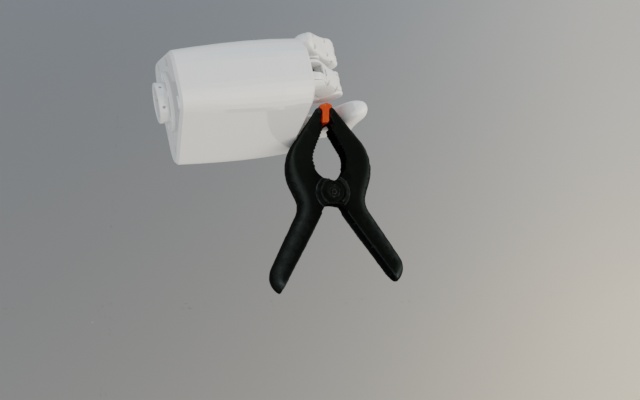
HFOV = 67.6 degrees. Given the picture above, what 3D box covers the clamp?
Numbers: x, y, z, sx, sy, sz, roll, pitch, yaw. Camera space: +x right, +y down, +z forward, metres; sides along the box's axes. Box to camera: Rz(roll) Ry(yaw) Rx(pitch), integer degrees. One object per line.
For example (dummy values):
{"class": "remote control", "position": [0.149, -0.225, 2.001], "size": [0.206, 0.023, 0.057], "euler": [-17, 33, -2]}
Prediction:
{"class": "clamp", "position": [0.000, 0.001, 0.428], "size": [0.120, 0.171, 0.039], "euler": [-12, -8, -20]}
